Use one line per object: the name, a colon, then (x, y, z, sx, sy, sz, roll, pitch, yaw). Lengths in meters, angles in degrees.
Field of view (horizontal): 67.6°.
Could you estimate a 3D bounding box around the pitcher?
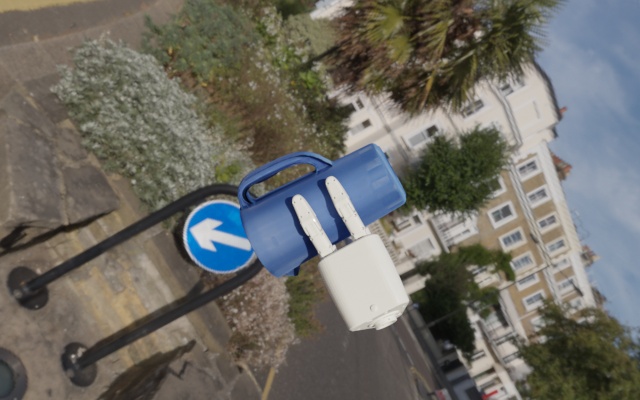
pitcher: (0.000, 0.003, 0.748, 0.243, 0.145, 0.149, -29, -25, 7)
